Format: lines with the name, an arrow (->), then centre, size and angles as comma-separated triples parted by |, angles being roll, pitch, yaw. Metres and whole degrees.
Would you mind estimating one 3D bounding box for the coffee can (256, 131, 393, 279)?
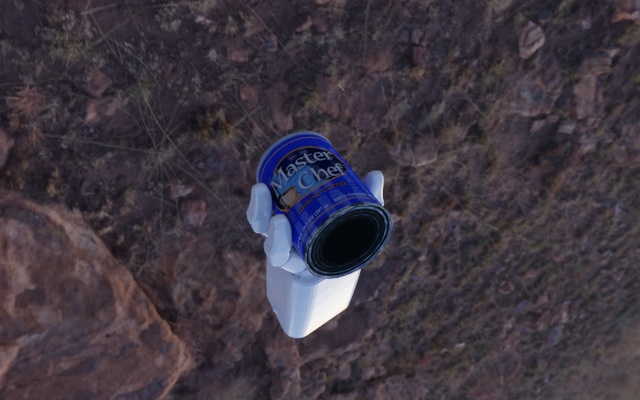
coffee can -> 0.000, 0.001, 0.533 | 0.103, 0.103, 0.140 | 0, 37, -33
